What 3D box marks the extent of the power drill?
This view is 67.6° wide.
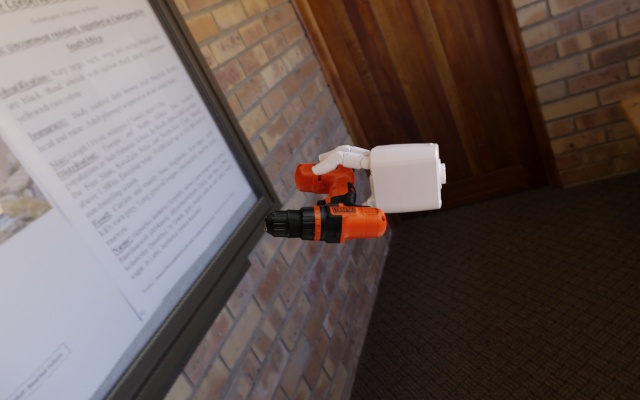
[{"bbox_3d":[0.000,0.002,0.779,0.184,0.057,0.187,1,31,-8],"label":"power drill"}]
